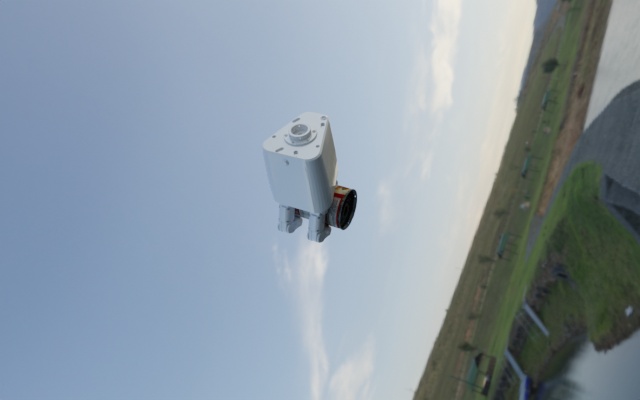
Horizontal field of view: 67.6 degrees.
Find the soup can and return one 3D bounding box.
[{"bbox_3d":[0.000,0.003,0.779,0.102,0.068,0.068,15,6,22],"label":"soup can"}]
